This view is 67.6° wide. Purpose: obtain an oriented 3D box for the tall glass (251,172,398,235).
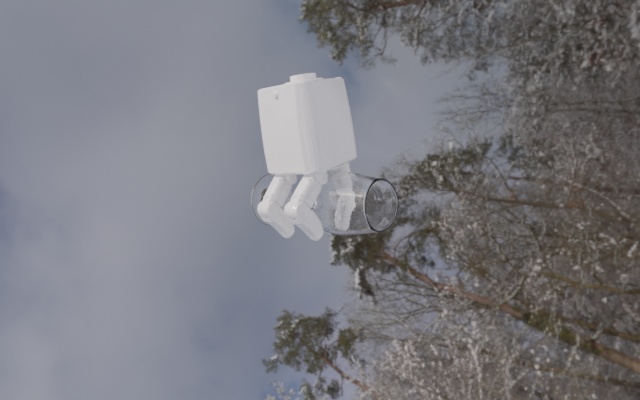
[{"bbox_3d":[0.000,0.002,0.613,0.079,0.079,0.201,0,2,-45],"label":"tall glass"}]
